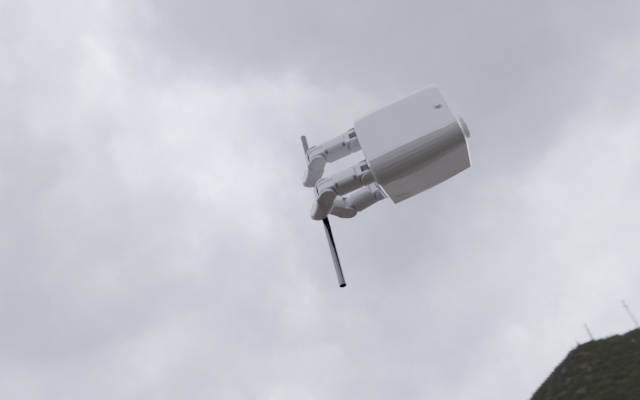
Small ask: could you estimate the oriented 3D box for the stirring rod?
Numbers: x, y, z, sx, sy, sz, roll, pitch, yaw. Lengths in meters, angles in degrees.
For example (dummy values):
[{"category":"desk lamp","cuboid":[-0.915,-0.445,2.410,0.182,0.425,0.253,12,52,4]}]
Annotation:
[{"category":"stirring rod","cuboid":[0.000,0.002,0.588,0.011,0.239,0.011,-9,-40,-8]}]
